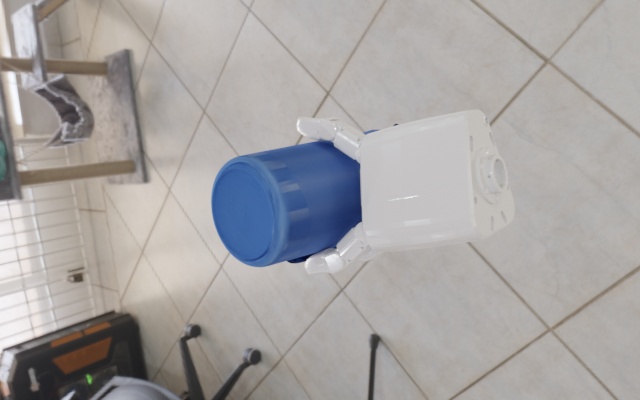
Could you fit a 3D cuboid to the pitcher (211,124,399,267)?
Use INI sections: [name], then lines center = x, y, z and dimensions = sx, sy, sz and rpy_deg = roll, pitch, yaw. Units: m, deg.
[pitcher]
center = 0.000, 0.002, 0.539
dimensions = 0.145, 0.149, 0.243
rpy_deg = -8, 4, 41
